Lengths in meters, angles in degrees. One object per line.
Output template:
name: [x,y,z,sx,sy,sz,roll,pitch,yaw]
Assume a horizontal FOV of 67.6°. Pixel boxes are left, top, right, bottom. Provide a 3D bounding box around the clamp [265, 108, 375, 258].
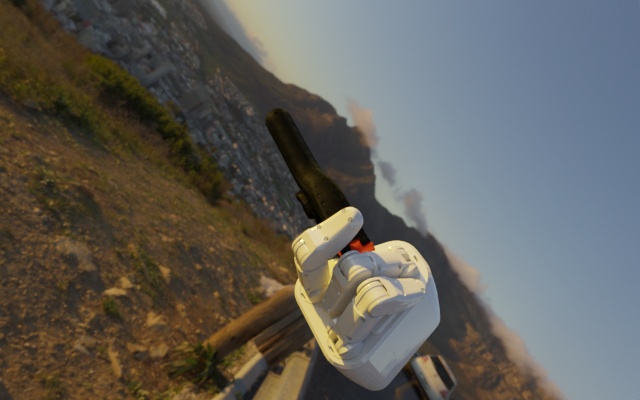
clamp: [0.001,0.001,0.449,0.039,0.171,0.120,-29,-38,-1]
